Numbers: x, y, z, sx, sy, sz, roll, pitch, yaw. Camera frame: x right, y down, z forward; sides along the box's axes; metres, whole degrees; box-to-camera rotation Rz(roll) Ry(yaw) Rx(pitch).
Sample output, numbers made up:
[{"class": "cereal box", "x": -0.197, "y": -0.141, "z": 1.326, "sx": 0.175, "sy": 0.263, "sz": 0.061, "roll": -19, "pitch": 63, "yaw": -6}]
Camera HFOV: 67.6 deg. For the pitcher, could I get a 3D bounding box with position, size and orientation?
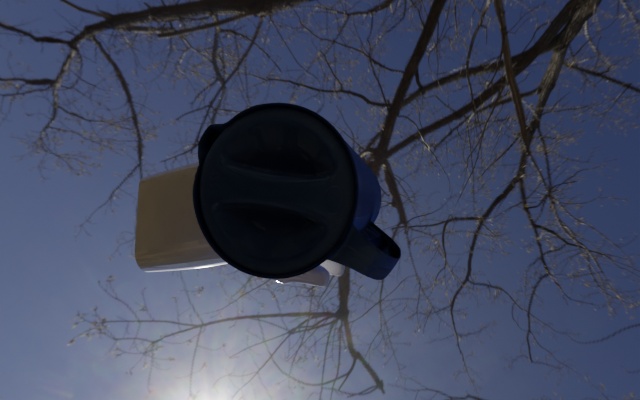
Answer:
[{"class": "pitcher", "x": 0.000, "y": 0.002, "z": 0.467, "sx": 0.145, "sy": 0.149, "sz": 0.243, "roll": -11, "pitch": -4, "yaw": 15}]
